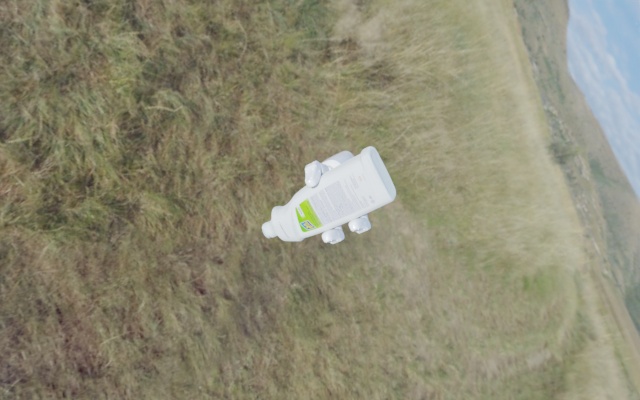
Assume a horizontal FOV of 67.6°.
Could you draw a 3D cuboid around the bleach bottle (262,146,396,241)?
[{"bbox_3d":[0.000,0.003,0.842,0.251,0.102,0.068,-24,8,23],"label":"bleach bottle"}]
